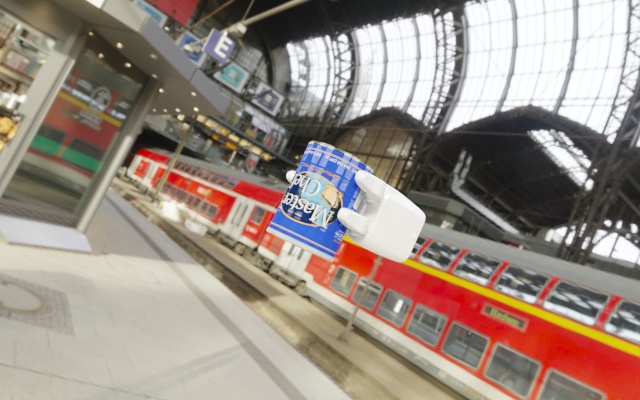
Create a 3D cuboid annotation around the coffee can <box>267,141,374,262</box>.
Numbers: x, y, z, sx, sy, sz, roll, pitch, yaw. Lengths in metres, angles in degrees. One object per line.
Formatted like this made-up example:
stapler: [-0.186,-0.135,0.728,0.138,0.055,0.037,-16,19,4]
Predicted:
coffee can: [0.000,0.002,0.673,0.103,0.140,0.103,25,-5,3]
